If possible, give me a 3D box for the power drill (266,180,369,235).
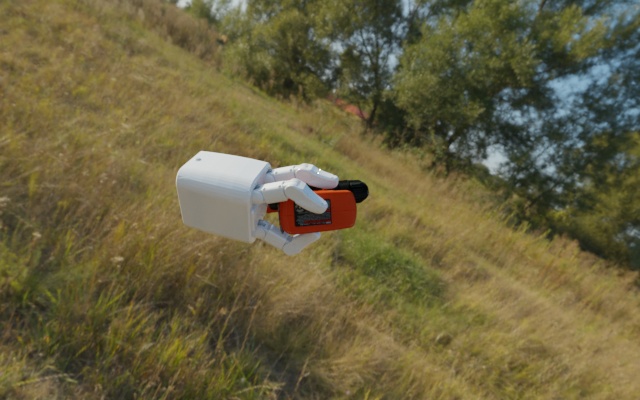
[{"bbox_3d":[0.000,0.002,0.730,0.184,0.057,0.187,-7,8,-7],"label":"power drill"}]
